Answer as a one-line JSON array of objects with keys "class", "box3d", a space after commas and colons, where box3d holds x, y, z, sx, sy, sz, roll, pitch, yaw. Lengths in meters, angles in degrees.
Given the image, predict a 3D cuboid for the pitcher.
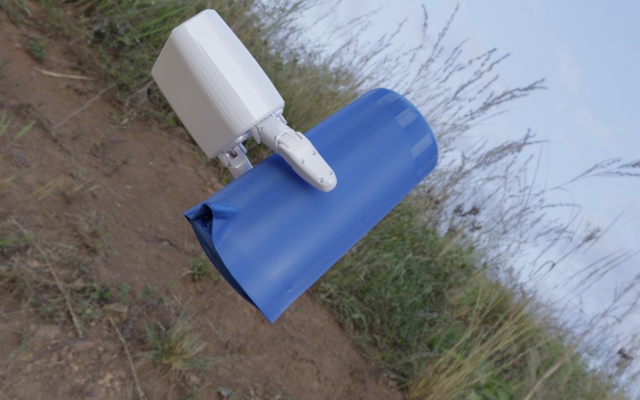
[{"class": "pitcher", "box3d": [0.000, 0.001, 0.486, 0.243, 0.145, 0.149, -38, 8, -14]}]
